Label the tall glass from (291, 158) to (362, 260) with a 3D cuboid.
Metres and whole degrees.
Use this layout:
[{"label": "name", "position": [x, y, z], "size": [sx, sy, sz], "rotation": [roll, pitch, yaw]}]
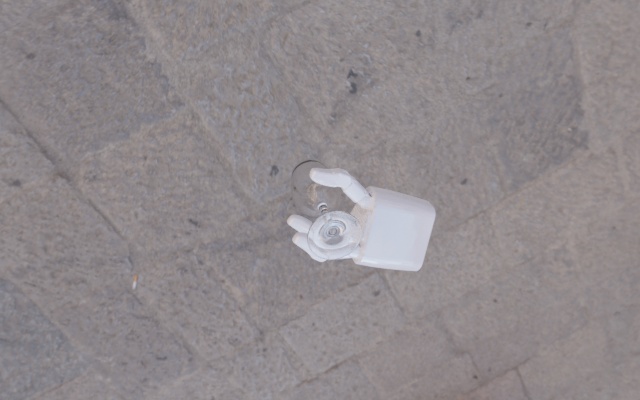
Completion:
[{"label": "tall glass", "position": [0.000, 0.003, 0.714], "size": [0.079, 0.079, 0.201], "rotation": [0, 27, -13]}]
